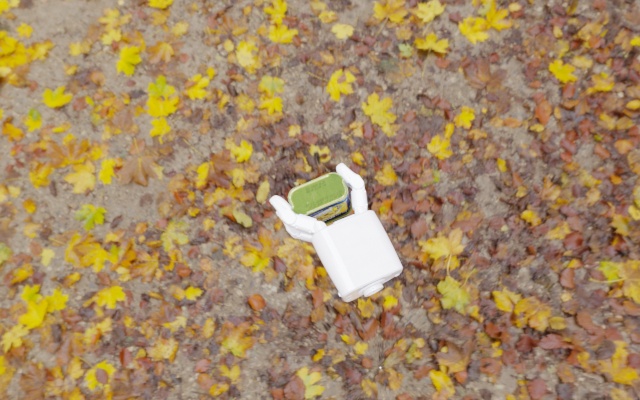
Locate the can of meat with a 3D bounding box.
[{"bbox_3d":[0.000,0.002,0.800,0.102,0.057,0.084,-23,-20,-1],"label":"can of meat"}]
